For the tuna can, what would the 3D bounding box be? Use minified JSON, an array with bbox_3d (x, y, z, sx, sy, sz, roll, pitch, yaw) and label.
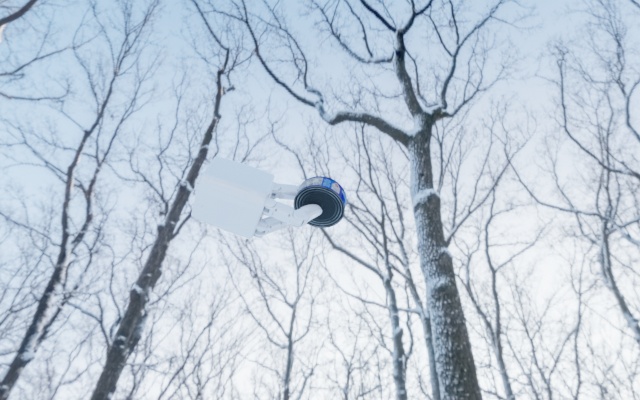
[{"bbox_3d":[0.000,0.002,0.795,0.086,0.086,0.033,0,37,13],"label":"tuna can"}]
